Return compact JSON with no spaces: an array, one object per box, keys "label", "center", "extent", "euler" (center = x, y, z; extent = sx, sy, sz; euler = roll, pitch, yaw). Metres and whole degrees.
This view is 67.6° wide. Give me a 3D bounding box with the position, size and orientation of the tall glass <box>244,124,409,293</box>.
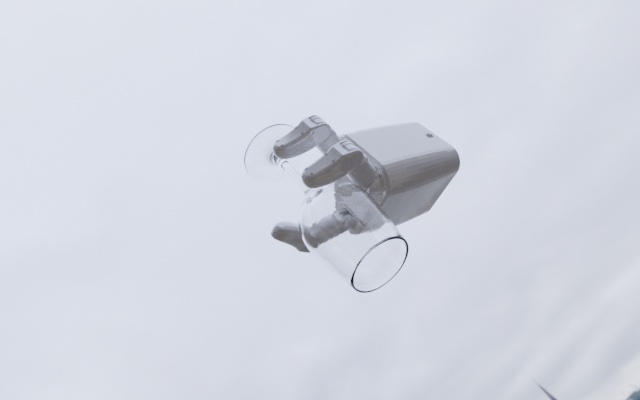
[{"label":"tall glass","center":[0.000,0.001,0.475],"extent":[0.079,0.079,0.201],"euler":[0,34,-39]}]
